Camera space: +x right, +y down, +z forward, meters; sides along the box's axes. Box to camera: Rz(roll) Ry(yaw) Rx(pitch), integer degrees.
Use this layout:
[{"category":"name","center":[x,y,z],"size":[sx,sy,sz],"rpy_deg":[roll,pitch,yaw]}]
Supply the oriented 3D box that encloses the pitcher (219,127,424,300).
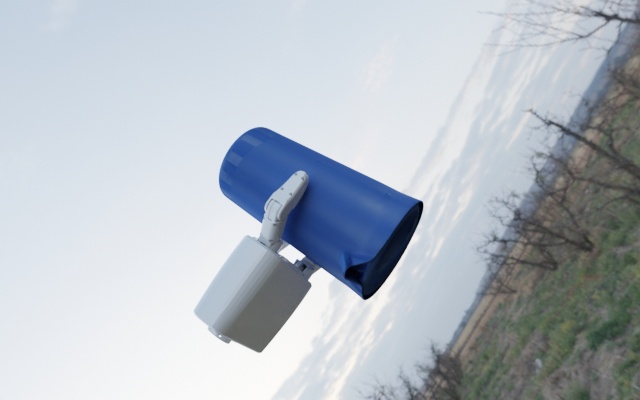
[{"category":"pitcher","center":[0.000,0.002,0.602],"size":[0.242,0.145,0.149],"rpy_deg":[31,-11,21]}]
